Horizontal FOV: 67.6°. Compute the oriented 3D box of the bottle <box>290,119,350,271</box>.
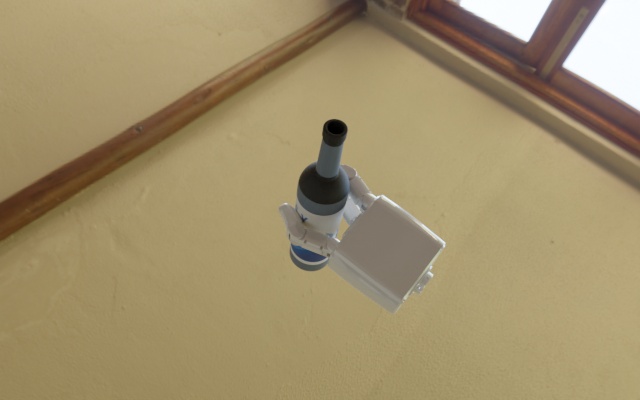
[{"bbox_3d":[0.000,0.002,0.640,0.069,0.069,0.296,0,-33,-8],"label":"bottle"}]
